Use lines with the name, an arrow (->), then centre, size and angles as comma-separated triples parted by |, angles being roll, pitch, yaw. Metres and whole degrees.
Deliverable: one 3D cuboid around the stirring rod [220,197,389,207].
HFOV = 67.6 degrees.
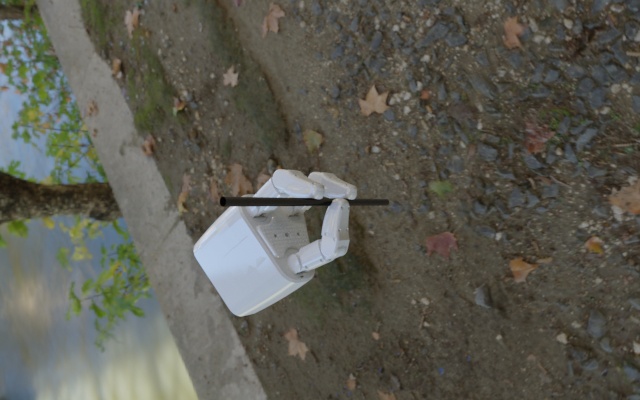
stirring rod -> 0.000, 0.002, 0.470 | 0.011, 0.011, 0.239 | 0, 0, 40
